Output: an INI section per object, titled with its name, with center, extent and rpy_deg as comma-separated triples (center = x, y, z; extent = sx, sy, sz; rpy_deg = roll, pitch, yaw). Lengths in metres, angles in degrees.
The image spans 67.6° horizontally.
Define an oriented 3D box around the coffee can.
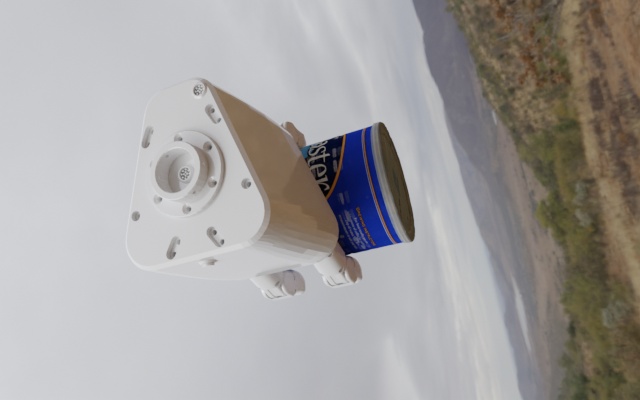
[coffee can]
center = 0.000, 0.001, 0.415
extent = 0.140, 0.103, 0.103
rpy_deg = -15, -5, 17
